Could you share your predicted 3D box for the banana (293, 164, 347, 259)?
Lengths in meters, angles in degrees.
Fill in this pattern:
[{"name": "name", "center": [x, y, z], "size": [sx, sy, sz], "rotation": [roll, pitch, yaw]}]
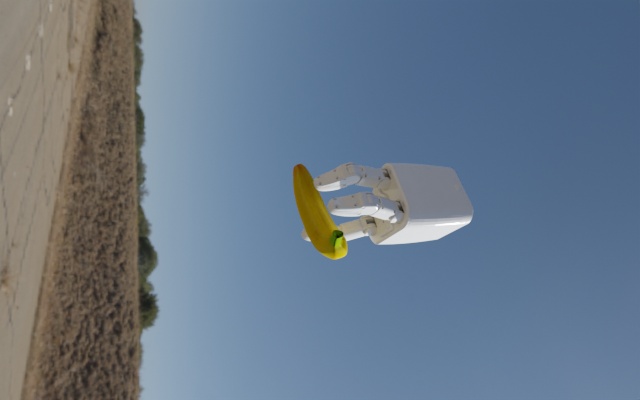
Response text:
[{"name": "banana", "center": [-0.001, 0.020, 0.620], "size": [0.037, 0.070, 0.197], "rotation": [-3, 28, -18]}]
